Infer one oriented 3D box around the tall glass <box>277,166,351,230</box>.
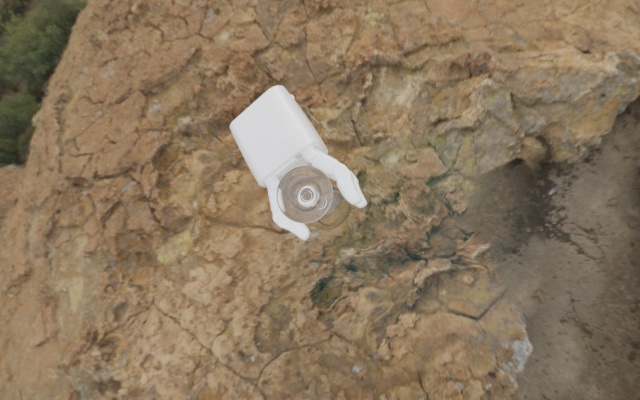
[{"bbox_3d":[0.000,0.002,0.702,0.079,0.079,0.201,0,-6,12],"label":"tall glass"}]
